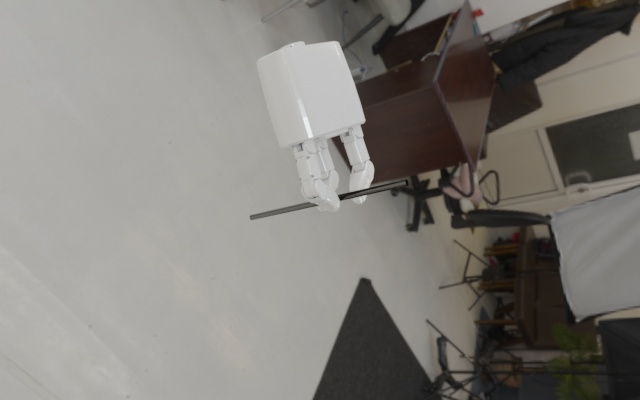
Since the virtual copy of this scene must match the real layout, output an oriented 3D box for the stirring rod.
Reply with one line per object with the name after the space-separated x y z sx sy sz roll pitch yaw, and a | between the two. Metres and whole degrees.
0.000 0.002 0.604 0.239 0.011 0.011 -13 -7 34 | stirring rod
